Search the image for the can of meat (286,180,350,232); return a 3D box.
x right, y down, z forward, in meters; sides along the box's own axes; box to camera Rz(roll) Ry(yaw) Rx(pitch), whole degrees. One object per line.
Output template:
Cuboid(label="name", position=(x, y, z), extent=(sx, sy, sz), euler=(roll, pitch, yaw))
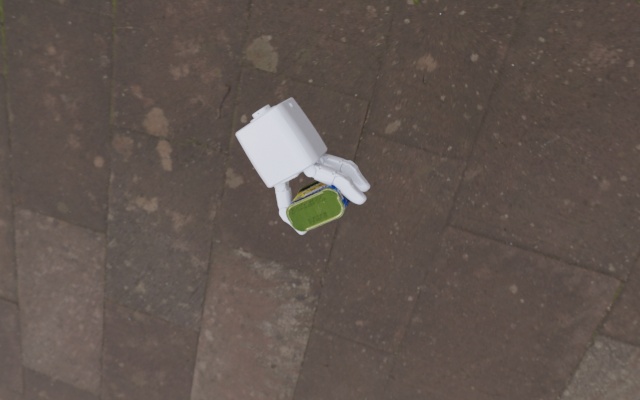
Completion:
Cuboid(label="can of meat", position=(0.000, 0.003, 0.785), extent=(0.102, 0.057, 0.084), euler=(-24, 13, 21))
